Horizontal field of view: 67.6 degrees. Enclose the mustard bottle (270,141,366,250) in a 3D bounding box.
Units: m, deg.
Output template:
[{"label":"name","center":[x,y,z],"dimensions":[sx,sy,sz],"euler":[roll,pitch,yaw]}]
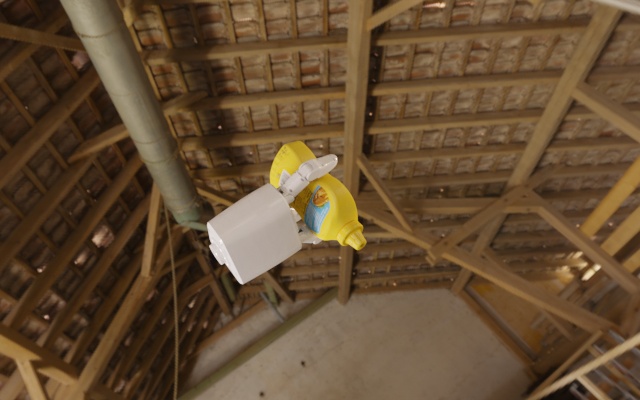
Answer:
[{"label":"mustard bottle","center":[0.000,0.002,0.720],"dimensions":[0.058,0.096,0.191],"euler":[-18,54,-40]}]
